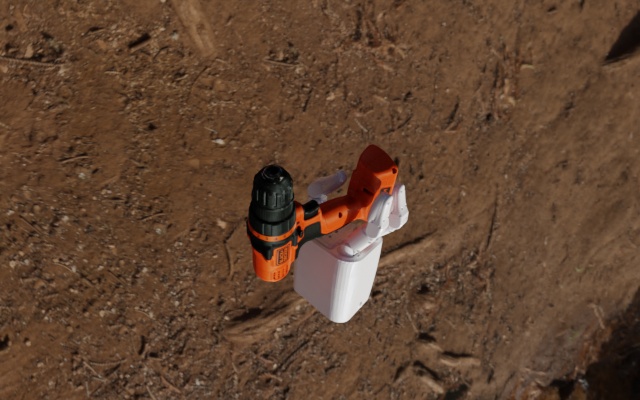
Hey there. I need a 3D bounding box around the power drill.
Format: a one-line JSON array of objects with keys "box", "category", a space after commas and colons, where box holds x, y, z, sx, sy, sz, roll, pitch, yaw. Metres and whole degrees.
[{"box": [0.000, 0.002, 0.559, 0.187, 0.057, 0.185, -25, -31, -25], "category": "power drill"}]
